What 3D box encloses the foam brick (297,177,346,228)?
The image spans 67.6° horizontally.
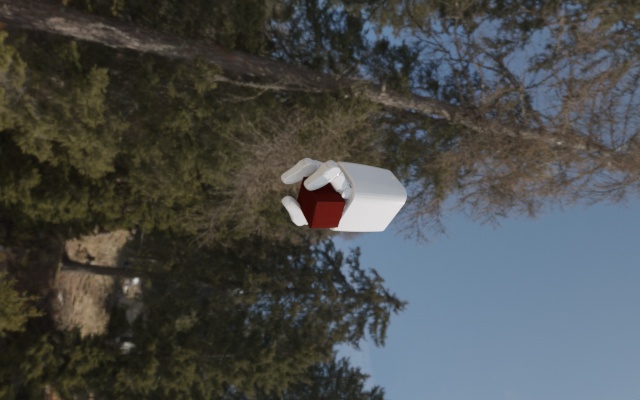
[{"bbox_3d":[0.000,0.003,0.778,0.051,0.053,0.078,3,33,-23],"label":"foam brick"}]
